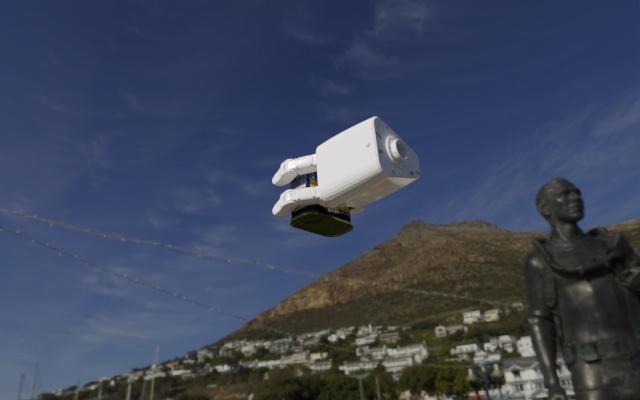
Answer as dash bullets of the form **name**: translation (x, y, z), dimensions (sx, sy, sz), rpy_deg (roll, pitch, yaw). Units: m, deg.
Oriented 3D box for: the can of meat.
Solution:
- **can of meat**: translation (0.000, 0.002, 0.747), dimensions (0.102, 0.084, 0.057), rpy_deg (19, -34, -38)
